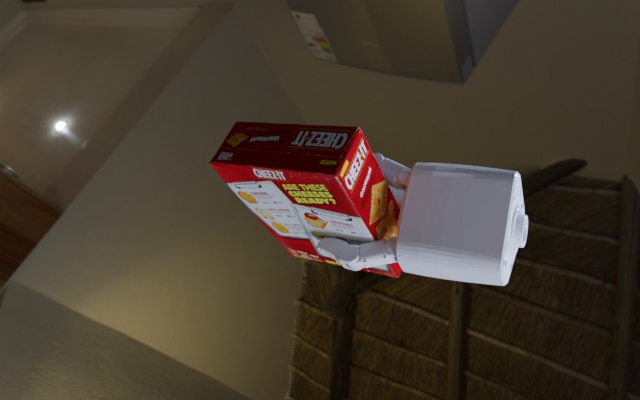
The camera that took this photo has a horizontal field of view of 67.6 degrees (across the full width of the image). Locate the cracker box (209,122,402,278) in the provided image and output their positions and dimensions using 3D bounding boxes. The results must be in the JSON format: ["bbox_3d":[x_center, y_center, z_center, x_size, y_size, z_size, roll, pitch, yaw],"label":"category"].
[{"bbox_3d":[0.000,0.002,0.562,0.164,0.072,0.214,8,-31,32],"label":"cracker box"}]
